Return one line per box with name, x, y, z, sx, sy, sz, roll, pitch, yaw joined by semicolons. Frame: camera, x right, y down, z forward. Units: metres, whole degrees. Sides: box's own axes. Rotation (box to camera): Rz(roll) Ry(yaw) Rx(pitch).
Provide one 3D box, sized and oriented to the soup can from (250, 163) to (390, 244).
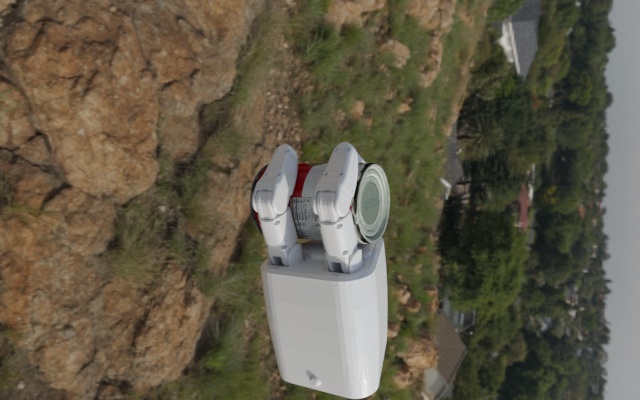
soup can;0.000;0.001;0.410;0.102;0.068;0.068;2;1;30
